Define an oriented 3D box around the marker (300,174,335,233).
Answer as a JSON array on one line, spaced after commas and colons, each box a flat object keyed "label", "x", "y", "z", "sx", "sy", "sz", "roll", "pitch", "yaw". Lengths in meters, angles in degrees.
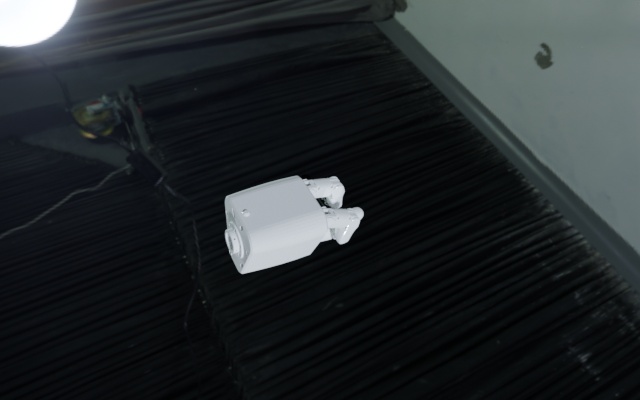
[{"label": "marker", "x": 0.000, "y": 0.002, "z": 0.726, "sx": 0.020, "sy": 0.020, "sz": 0.121, "roll": 0, "pitch": 43, "yaw": -40}]
